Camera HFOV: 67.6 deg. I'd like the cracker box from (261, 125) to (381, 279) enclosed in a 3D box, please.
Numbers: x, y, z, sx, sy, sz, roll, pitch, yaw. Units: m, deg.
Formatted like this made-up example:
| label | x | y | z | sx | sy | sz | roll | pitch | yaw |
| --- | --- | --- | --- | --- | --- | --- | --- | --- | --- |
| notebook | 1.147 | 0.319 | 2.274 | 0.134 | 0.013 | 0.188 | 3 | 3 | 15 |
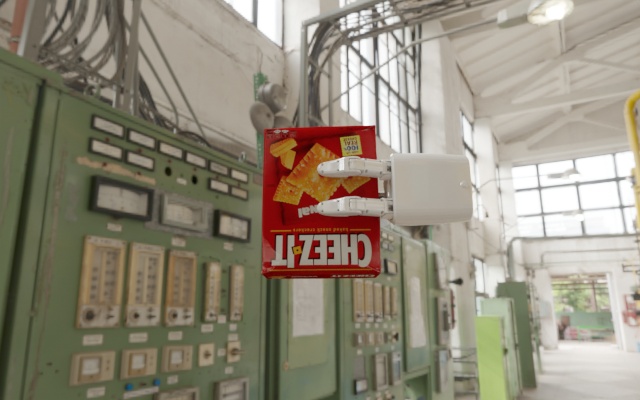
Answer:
| label | x | y | z | sx | sy | sz | roll | pitch | yaw |
| --- | --- | --- | --- | --- | --- | --- | --- | --- | --- |
| cracker box | 0.000 | 0.002 | 0.684 | 0.164 | 0.213 | 0.072 | -1 | -13 | 1 |
